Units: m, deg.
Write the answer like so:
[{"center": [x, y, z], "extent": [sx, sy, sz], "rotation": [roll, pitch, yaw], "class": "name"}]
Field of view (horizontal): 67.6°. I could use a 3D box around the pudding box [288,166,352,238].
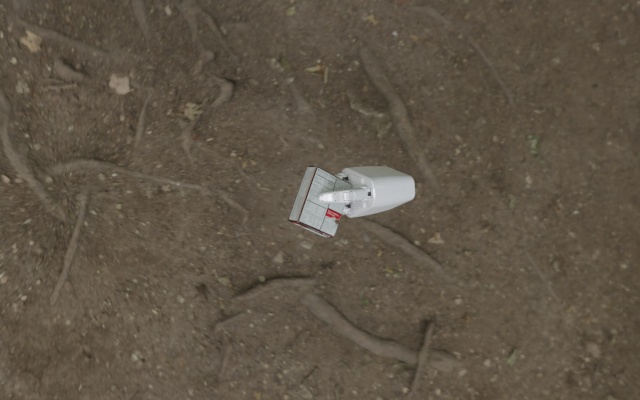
[{"center": [0.000, 0.003, 0.889], "extent": [0.090, 0.113, 0.039], "rotation": [26, -13, -31], "class": "pudding box"}]
